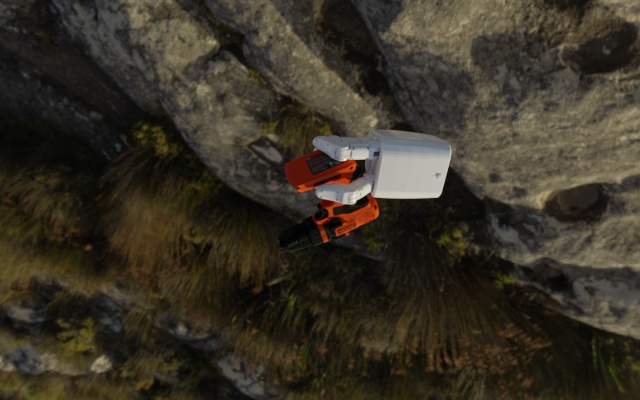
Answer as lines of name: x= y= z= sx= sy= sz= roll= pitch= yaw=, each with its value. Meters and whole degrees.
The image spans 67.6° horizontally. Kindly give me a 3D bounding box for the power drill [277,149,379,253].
power drill: x=0.000 y=0.002 z=0.770 sx=0.184 sy=0.057 sz=0.188 roll=-24 pitch=-35 yaw=-5
